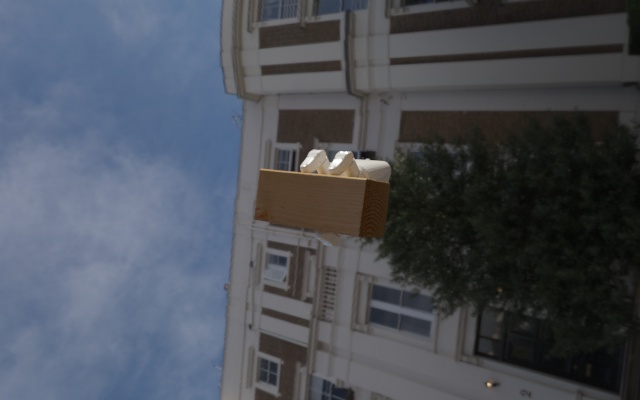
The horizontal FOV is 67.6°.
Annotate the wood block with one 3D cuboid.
[{"bbox_3d":[0.000,0.003,0.799,0.206,0.091,0.090,7,1,33],"label":"wood block"}]
